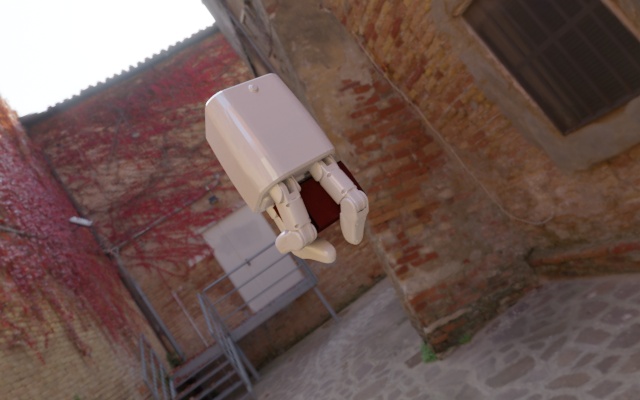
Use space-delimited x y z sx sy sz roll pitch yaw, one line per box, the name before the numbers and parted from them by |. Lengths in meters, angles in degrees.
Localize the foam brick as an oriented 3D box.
foam brick | 0.000 0.002 0.514 0.078 0.051 0.053 -31 -7 -36
